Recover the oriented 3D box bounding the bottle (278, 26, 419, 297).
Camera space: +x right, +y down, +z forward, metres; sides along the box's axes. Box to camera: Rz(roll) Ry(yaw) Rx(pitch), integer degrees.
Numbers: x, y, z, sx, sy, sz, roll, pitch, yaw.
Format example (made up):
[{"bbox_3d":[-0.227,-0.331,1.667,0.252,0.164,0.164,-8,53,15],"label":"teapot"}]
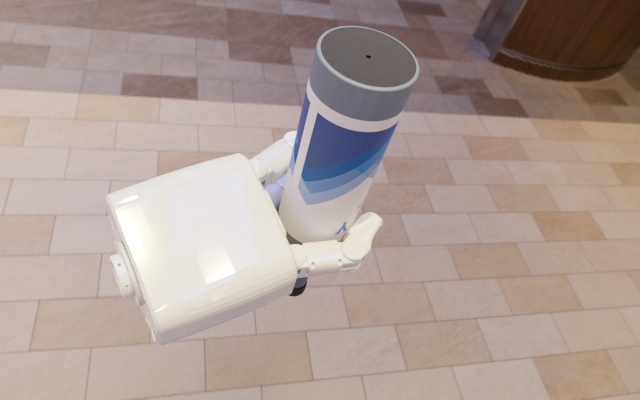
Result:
[{"bbox_3d":[0.000,0.001,0.408,0.069,0.069,0.296,0,-38,-15],"label":"bottle"}]
